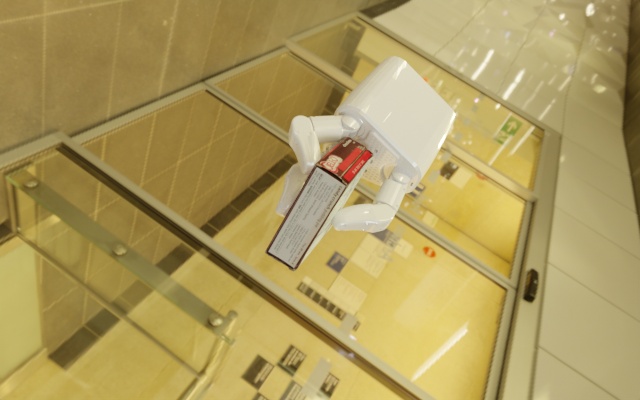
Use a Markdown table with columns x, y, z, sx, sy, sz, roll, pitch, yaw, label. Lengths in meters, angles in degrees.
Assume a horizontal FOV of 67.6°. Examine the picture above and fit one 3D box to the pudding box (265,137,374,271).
| x | y | z | sx | sy | sz | roll | pitch | yaw | label |
| --- | --- | --- | --- | --- | --- | --- | --- | --- | --- |
| 0.000 | 0.002 | 0.461 | 0.039 | 0.113 | 0.090 | 33 | 30 | 7 | pudding box |
